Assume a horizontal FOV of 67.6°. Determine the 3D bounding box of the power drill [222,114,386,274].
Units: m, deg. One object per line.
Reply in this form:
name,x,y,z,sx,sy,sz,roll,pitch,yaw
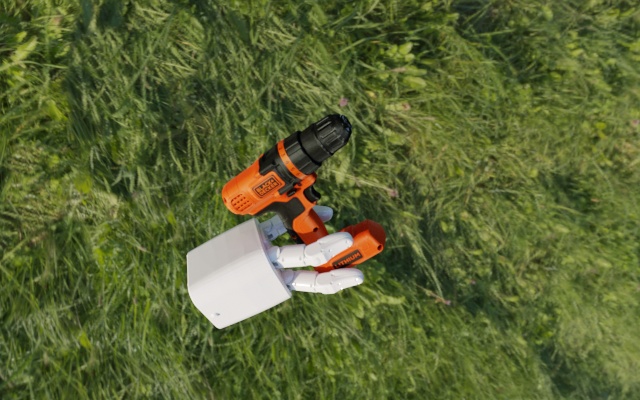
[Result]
power drill,0.000,0.002,0.595,0.184,0.188,0.057,-31,26,23
